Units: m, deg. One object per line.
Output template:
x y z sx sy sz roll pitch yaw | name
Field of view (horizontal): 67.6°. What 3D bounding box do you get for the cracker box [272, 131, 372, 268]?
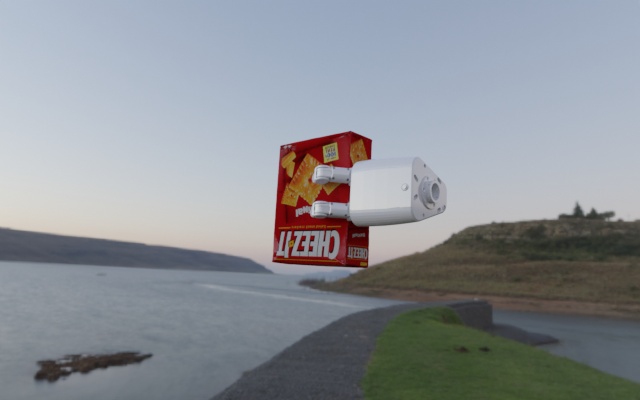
0.000 0.002 0.805 0.164 0.213 0.072 -4 -11 41 | cracker box
